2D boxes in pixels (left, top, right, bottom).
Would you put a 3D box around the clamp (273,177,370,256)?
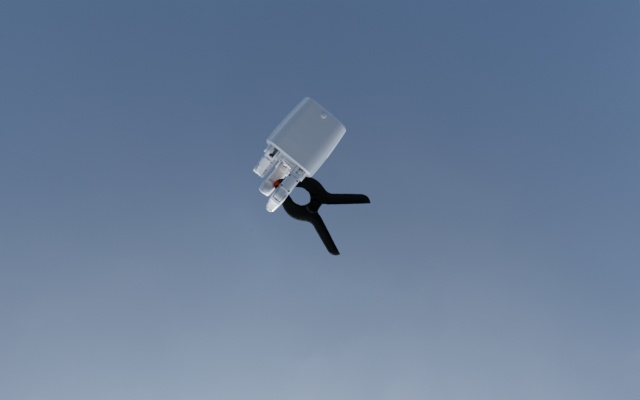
[{"bbox_3d":[0.000,0.003,0.849,0.171,0.120,0.039,39,-6,-4],"label":"clamp"}]
